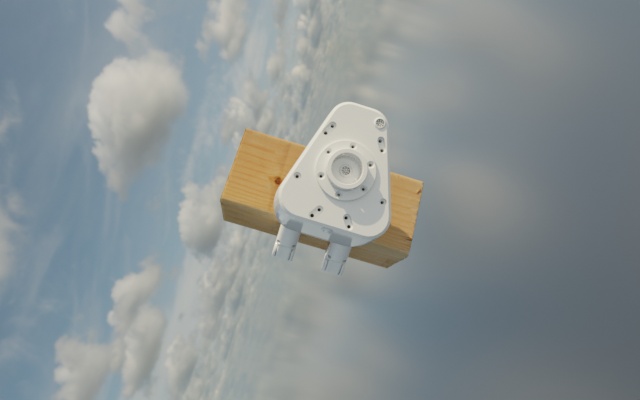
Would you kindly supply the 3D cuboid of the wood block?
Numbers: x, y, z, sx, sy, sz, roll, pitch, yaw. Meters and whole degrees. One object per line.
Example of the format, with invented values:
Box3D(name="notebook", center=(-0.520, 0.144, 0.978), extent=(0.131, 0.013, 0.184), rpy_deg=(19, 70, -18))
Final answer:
Box3D(name="wood block", center=(0.000, 0.001, 0.551), extent=(0.206, 0.090, 0.090), rpy_deg=(17, -18, -3))
